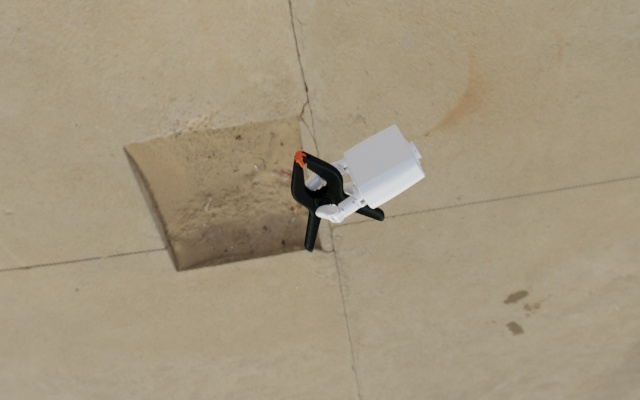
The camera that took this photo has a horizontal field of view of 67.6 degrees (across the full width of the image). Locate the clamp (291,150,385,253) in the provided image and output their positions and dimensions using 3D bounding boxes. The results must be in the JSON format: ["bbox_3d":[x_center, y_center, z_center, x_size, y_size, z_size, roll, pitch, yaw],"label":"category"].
[{"bbox_3d":[0.000,0.003,0.862,0.164,0.210,0.036,-31,33,13],"label":"clamp"}]
